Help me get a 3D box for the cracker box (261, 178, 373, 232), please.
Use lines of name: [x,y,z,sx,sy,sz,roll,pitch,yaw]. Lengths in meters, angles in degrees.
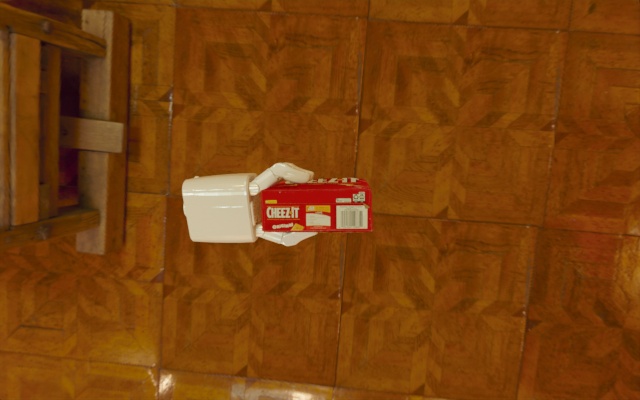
cracker box: [0.000,0.003,0.792,0.164,0.072,0.213,-1,6,4]
